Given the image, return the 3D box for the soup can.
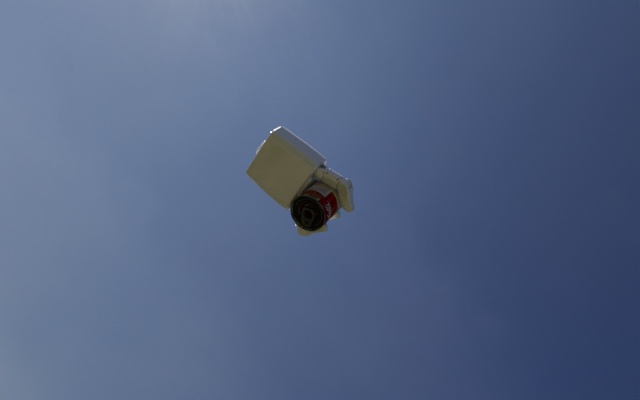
[{"bbox_3d":[0.001,0.003,0.854,0.068,0.068,0.102,0,23,30],"label":"soup can"}]
